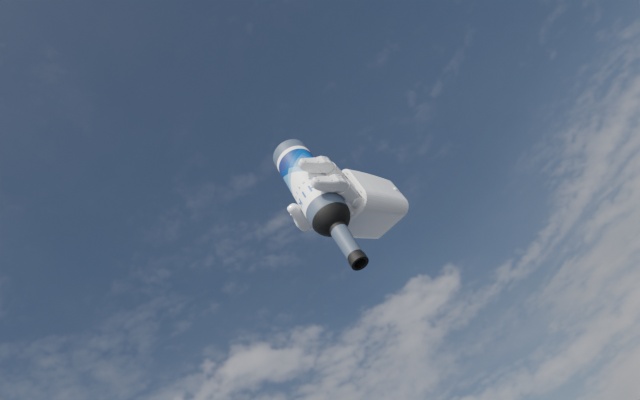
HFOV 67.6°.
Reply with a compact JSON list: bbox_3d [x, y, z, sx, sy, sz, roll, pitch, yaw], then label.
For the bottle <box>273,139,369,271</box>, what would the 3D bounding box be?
[{"bbox_3d":[0.000,0.002,0.781,0.069,0.069,0.295,0,37,-29],"label":"bottle"}]
